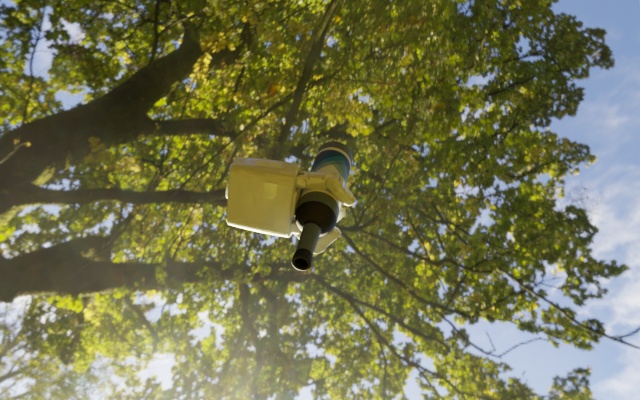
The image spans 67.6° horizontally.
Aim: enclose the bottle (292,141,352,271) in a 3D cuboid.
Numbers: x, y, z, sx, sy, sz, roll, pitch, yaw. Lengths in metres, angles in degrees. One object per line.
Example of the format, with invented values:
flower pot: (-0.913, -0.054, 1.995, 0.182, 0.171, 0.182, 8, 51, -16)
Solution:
bottle: (0.000, 0.002, 0.767, 0.069, 0.069, 0.295, 0, 35, 13)
